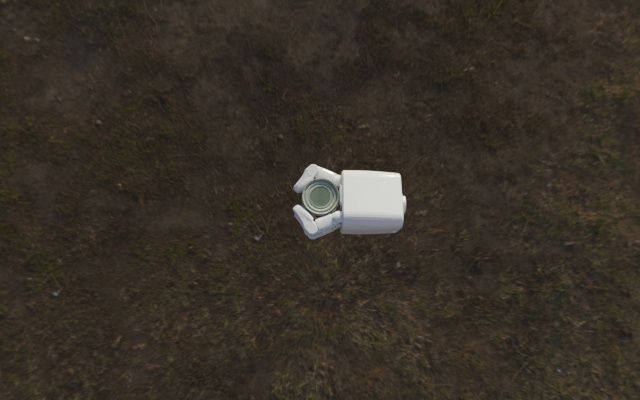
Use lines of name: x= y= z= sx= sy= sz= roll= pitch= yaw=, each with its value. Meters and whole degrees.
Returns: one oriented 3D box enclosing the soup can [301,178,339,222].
soup can: x=0.000 y=0.003 z=0.873 sx=0.068 sy=0.068 sz=0.102 roll=0 pitch=-11 yaw=0
